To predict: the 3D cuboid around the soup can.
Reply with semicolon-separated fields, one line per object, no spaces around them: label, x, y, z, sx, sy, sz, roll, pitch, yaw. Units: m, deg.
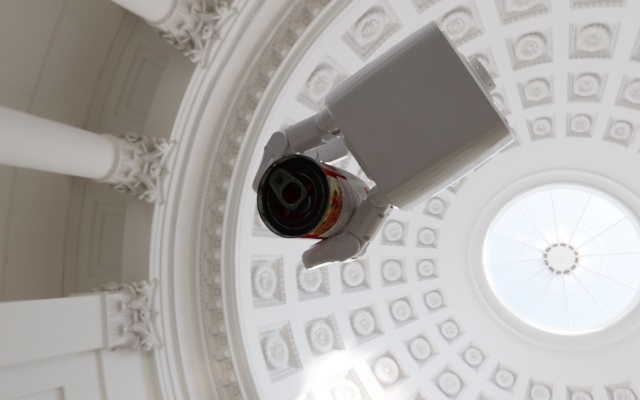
soup can;0.000;0.002;0.423;0.068;0.068;0.102;0;-6;27
